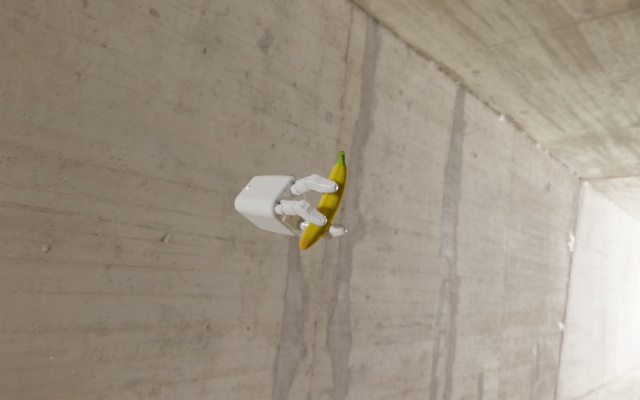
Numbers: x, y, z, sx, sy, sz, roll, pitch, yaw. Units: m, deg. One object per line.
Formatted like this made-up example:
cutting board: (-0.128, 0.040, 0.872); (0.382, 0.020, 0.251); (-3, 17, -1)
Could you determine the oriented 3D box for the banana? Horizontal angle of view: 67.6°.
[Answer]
banana: (0.009, 0.007, 0.894); (0.037, 0.197, 0.070); (13, -16, 31)
